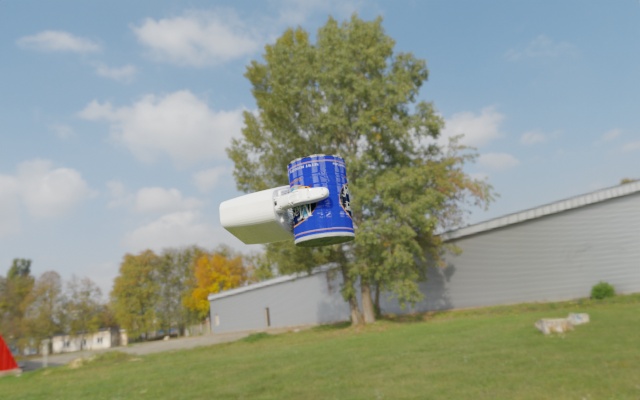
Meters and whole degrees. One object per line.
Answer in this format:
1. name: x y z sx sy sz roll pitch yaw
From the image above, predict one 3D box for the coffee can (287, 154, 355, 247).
1. coffee can: 0.000 0.003 0.823 0.103 0.140 0.103 -6 -13 -1
